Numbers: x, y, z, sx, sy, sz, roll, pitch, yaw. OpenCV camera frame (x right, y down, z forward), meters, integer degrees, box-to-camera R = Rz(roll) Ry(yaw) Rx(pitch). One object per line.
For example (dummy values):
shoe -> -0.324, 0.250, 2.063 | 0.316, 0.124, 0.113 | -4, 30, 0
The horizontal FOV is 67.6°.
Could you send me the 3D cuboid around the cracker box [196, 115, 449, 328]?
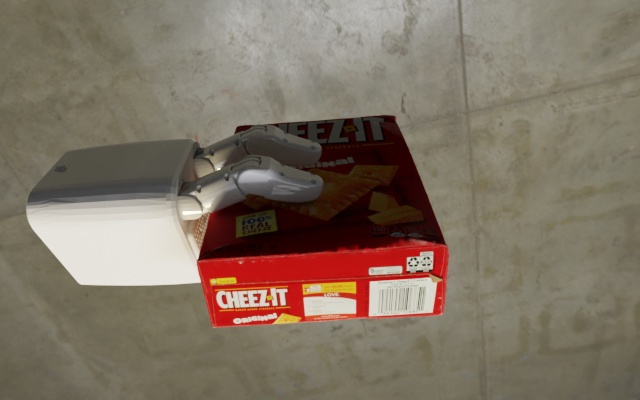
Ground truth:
cracker box -> 0.000, 0.002, 0.402 | 0.164, 0.072, 0.213 | -3, 33, 0
